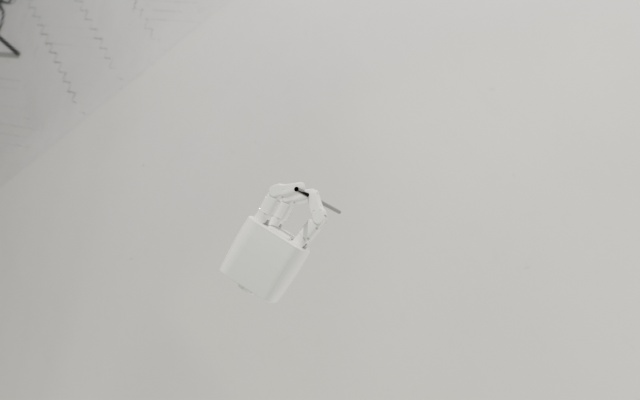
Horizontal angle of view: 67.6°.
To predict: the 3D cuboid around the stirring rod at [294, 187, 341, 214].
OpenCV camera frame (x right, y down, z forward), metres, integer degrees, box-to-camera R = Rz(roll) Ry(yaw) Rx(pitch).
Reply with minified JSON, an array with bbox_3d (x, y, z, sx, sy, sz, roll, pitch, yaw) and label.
[{"bbox_3d":[0.000,0.003,0.863,0.011,0.011,0.239,0,-10,19],"label":"stirring rod"}]
